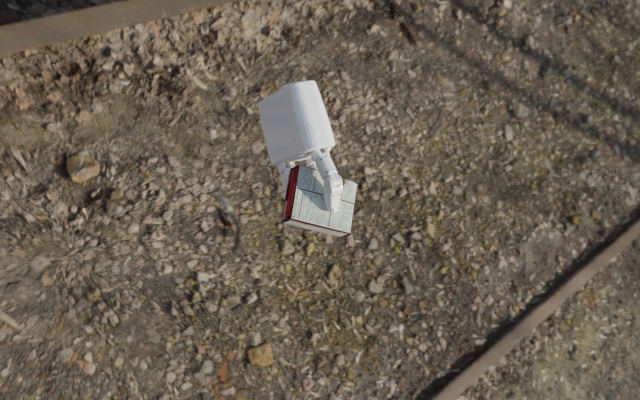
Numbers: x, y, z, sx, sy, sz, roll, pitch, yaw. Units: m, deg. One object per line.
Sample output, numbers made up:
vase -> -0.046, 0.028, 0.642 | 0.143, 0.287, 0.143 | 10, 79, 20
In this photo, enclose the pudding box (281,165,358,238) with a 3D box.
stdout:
pudding box -> 0.000, 0.002, 0.751 | 0.113, 0.090, 0.039 | 15, -15, -24
